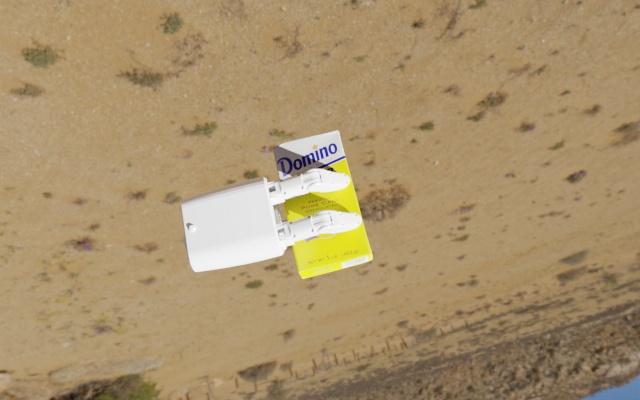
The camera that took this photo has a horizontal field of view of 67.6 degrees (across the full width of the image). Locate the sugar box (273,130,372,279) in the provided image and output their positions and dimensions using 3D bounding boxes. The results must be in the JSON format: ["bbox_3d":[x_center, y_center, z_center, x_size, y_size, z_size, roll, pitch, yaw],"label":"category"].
[{"bbox_3d":[0.000,0.002,0.612,0.093,0.176,0.048,-14,-20,0],"label":"sugar box"}]
